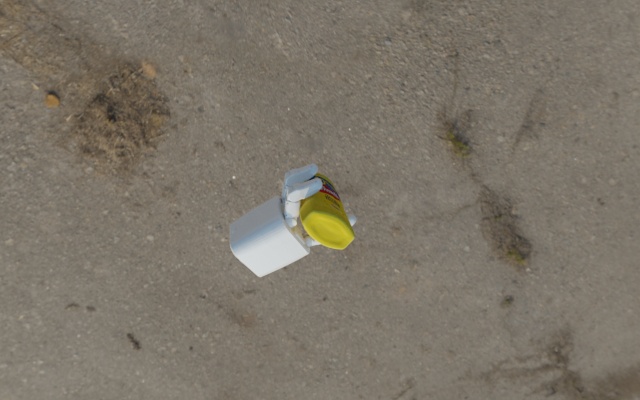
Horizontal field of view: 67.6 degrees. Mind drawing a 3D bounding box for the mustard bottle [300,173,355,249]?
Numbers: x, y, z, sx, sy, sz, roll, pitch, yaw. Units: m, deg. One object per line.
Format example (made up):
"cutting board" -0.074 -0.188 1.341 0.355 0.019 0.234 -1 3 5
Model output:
"mustard bottle" 0.000 0.003 0.846 0.096 0.058 0.191 32 20 -25
